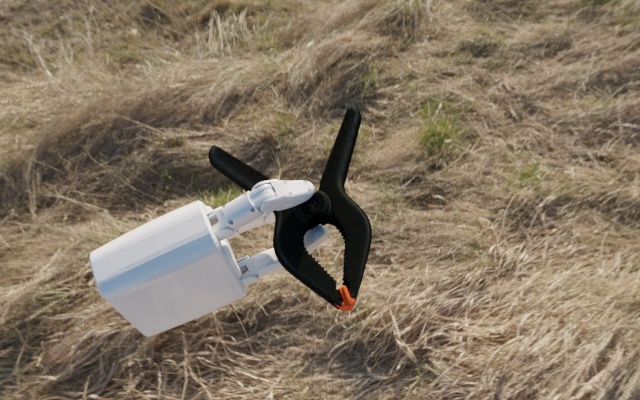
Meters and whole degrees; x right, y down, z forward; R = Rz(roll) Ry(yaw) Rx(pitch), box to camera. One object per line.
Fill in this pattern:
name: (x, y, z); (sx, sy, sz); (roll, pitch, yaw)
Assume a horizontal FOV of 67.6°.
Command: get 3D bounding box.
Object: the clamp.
clamp: (0.000, 0.002, 0.467); (0.164, 0.210, 0.036); (-25, -22, -8)
